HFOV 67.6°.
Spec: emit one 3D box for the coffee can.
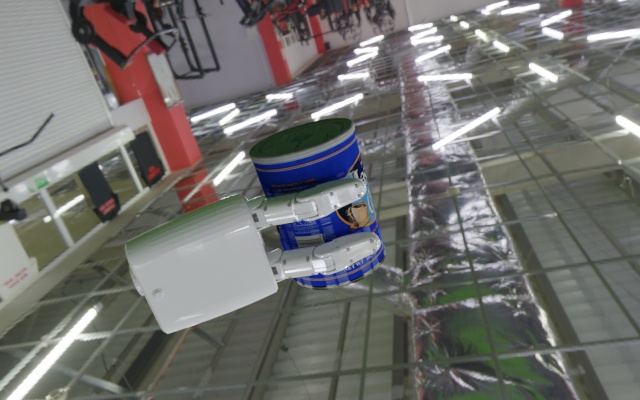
[{"bbox_3d":[0.000,0.001,0.475,0.103,0.140,0.102,-15,21,6],"label":"coffee can"}]
